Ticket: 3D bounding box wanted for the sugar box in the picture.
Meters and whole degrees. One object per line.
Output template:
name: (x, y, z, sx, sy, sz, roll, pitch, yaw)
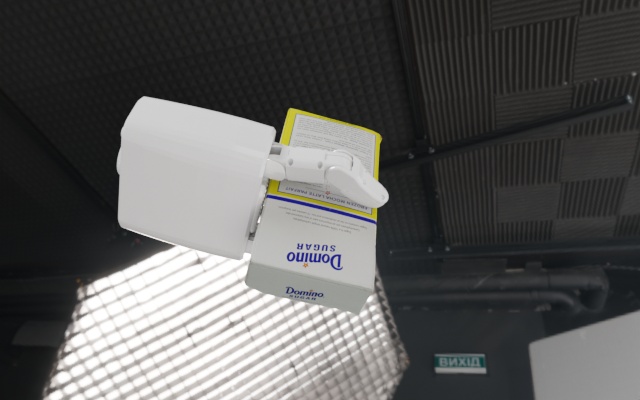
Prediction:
sugar box: (0.000, 0.002, 0.404, 0.093, 0.176, 0.048, 14, -40, -5)
